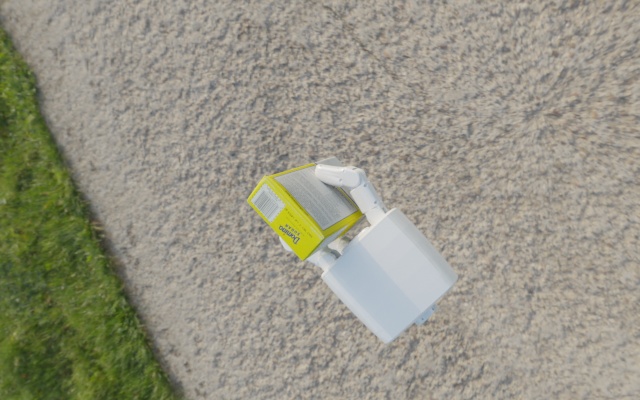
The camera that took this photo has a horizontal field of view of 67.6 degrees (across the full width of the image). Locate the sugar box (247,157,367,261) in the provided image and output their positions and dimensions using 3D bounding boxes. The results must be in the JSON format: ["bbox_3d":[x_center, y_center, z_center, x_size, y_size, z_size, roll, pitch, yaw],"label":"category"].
[{"bbox_3d":[0.000,0.002,0.570,0.048,0.093,0.176,-48,-12,24],"label":"sugar box"}]
